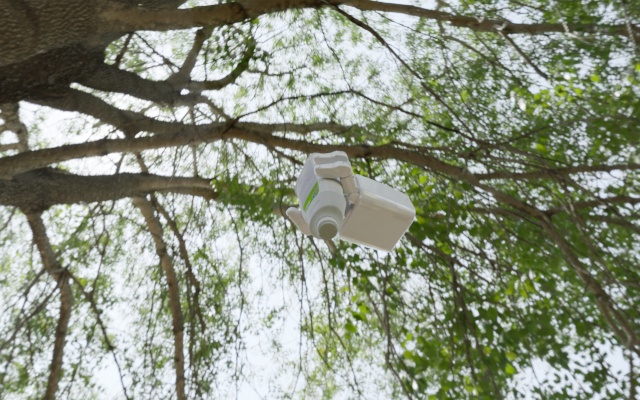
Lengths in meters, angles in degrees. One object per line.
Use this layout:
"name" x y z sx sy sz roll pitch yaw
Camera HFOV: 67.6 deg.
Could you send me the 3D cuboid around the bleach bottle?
"bleach bottle" 0.000 0.003 0.815 0.068 0.102 0.250 20 21 -12
